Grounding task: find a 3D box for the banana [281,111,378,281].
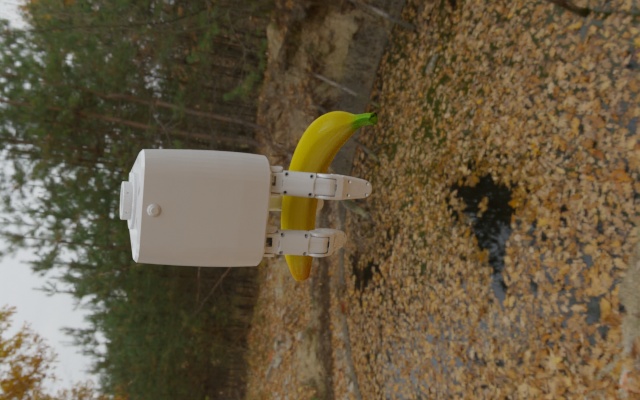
[{"bbox_3d":[-0.009,-0.011,0.485,0.037,0.198,0.069,-1,33,-38],"label":"banana"}]
